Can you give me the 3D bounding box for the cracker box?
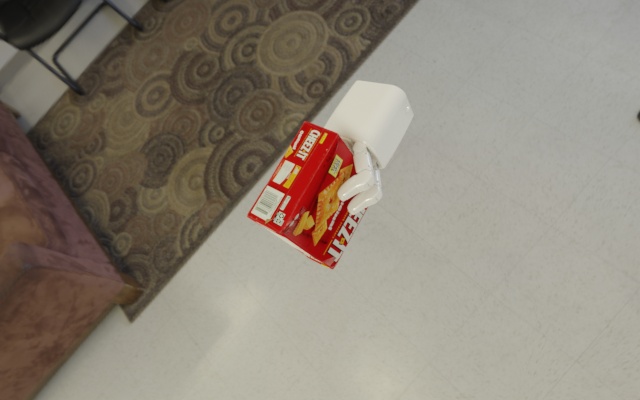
[{"bbox_3d":[0.000,0.002,0.750,0.072,0.164,0.214,26,-9,30],"label":"cracker box"}]
